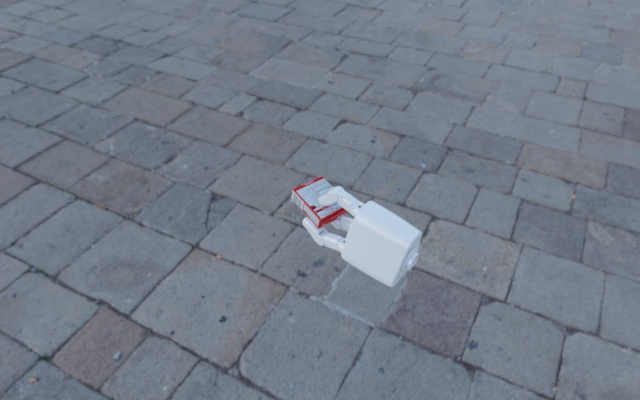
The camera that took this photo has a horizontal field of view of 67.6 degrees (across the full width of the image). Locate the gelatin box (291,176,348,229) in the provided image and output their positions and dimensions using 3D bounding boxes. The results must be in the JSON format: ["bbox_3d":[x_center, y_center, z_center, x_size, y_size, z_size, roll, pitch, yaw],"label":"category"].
[{"bbox_3d":[0.000,0.002,0.893,0.073,0.089,0.030,-26,-30,-31],"label":"gelatin box"}]
